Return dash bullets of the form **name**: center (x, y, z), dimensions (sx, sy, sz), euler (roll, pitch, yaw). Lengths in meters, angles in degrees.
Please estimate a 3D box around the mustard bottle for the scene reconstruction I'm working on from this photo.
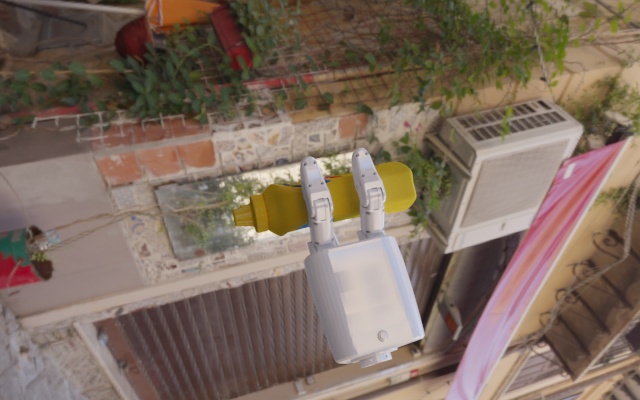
- **mustard bottle**: center (0.000, 0.001, 0.526), dimensions (0.191, 0.058, 0.096), euler (-11, 3, -14)
